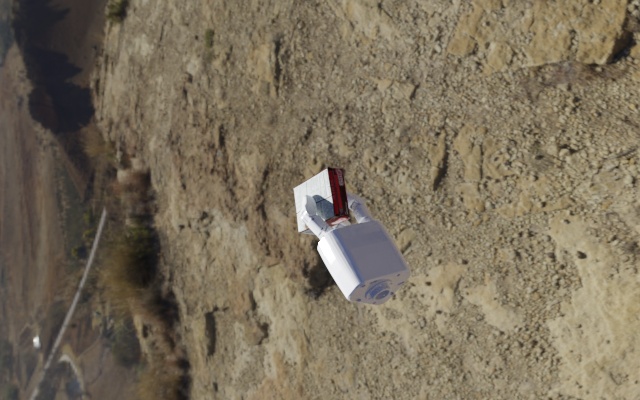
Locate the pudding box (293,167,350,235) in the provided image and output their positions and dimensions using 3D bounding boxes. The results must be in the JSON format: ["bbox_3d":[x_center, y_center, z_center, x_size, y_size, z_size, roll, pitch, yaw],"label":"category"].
[{"bbox_3d":[0.000,0.003,0.834,0.039,0.090,0.113,6,-21,-37],"label":"pudding box"}]
